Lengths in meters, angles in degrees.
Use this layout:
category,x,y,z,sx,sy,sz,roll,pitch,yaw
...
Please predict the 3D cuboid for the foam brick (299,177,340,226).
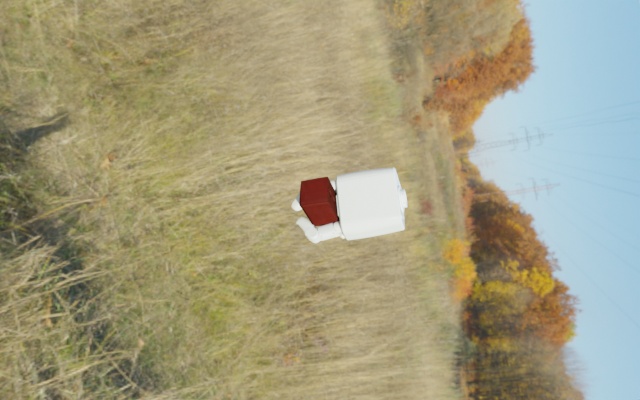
category,x,y,z,sx,sy,sz,roll,pitch,yaw
foam brick,0.000,0.003,0.840,0.051,0.053,0.078,-9,-33,15
